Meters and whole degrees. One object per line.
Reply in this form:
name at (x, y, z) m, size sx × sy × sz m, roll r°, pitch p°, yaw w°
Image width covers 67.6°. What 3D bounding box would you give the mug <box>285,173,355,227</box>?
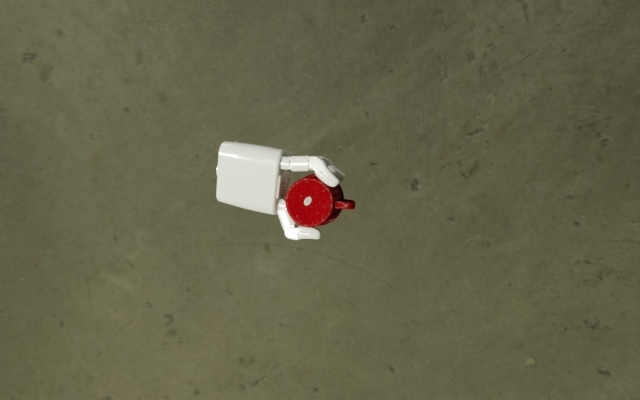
mug at (0.001, 0.003, 0.803) m, size 0.117 × 0.093 × 0.081 m, roll 9°, pitch 6°, yaw 10°
